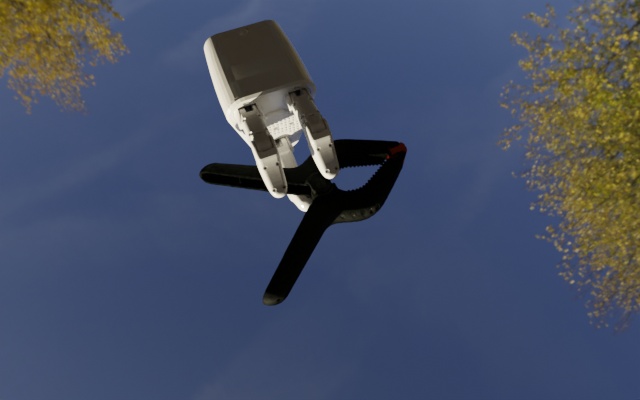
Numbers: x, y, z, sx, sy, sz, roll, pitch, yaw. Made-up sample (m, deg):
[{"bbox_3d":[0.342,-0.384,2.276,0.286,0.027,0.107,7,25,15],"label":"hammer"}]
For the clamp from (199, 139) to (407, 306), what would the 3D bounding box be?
[{"bbox_3d":[0.000,0.002,0.482,0.210,0.164,0.036,-19,-25,-10],"label":"clamp"}]
